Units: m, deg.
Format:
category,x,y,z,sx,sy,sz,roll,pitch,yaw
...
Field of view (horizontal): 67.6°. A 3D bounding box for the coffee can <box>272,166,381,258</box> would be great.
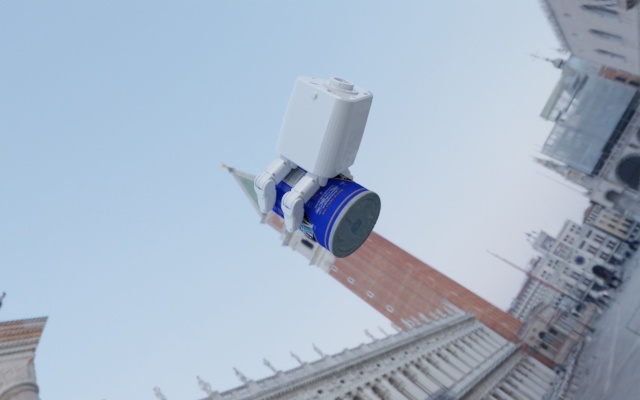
category,x,y,z,sx,sy,sz,roll,pitch,yaw
coffee can,0.000,0.002,0.681,0.140,0.103,0.103,33,18,31
